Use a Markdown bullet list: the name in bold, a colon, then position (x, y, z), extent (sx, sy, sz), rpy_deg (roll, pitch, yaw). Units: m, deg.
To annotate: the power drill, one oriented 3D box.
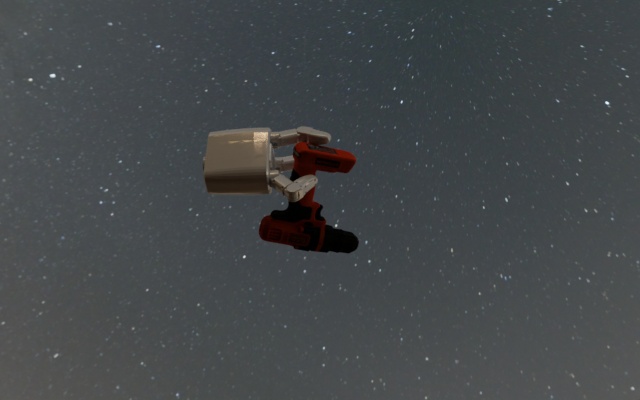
- **power drill**: position (0.000, 0.002, 0.830), extent (0.184, 0.188, 0.057), rpy_deg (10, 19, -18)
